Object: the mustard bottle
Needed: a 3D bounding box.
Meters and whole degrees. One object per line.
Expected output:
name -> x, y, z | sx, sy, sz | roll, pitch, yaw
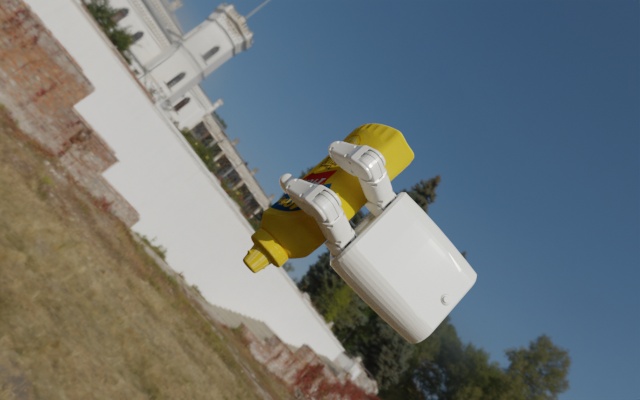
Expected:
mustard bottle -> 0.000, 0.001, 0.477 | 0.191, 0.058, 0.096 | -43, 23, -17
